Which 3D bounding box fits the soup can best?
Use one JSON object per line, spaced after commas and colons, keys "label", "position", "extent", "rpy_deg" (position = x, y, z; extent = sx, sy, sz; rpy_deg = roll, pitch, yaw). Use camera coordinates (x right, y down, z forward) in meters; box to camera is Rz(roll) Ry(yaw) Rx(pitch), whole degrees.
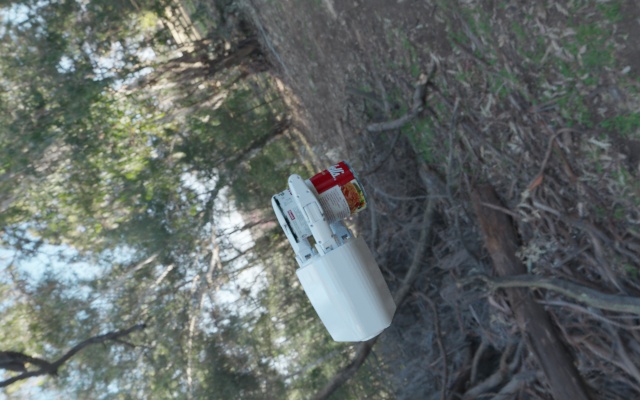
{"label": "soup can", "position": [0.000, 0.002, 0.598], "extent": [0.102, 0.068, 0.068], "rpy_deg": [-27, 3, -6]}
